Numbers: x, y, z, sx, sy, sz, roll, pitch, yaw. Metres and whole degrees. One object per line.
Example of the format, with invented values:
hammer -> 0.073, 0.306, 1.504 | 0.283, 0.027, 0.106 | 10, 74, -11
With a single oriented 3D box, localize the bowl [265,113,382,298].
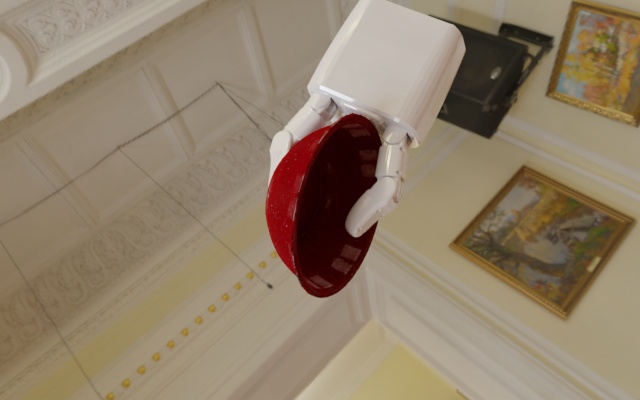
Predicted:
bowl -> -0.001, 0.002, 0.425 | 0.055, 0.162, 0.162 | 13, 6, 29
